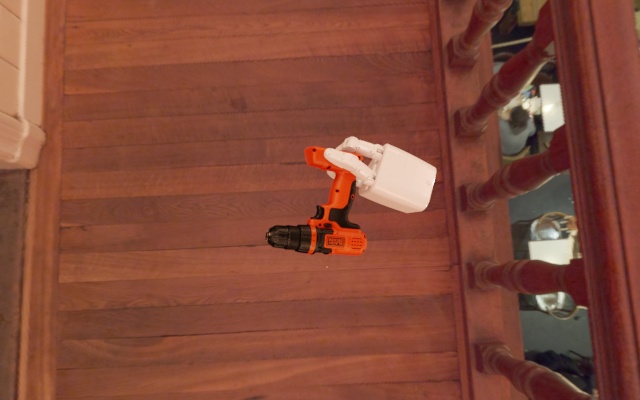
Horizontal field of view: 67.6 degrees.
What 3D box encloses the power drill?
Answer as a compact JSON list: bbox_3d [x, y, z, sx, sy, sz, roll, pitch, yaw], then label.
[{"bbox_3d":[0.000,0.002,0.847,0.184,0.187,0.057,7,-1,-20],"label":"power drill"}]
